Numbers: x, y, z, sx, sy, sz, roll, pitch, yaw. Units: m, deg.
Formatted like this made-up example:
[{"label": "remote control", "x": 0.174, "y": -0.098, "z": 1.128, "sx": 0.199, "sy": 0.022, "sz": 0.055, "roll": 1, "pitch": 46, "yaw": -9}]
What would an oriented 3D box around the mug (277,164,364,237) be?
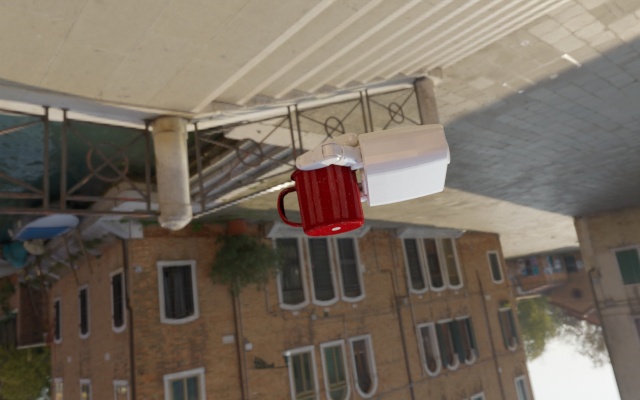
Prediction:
[{"label": "mug", "x": -0.001, "y": 0.003, "z": 0.631, "sx": 0.117, "sy": 0.081, "sz": 0.093, "roll": -11, "pitch": -14, "yaw": 5}]
